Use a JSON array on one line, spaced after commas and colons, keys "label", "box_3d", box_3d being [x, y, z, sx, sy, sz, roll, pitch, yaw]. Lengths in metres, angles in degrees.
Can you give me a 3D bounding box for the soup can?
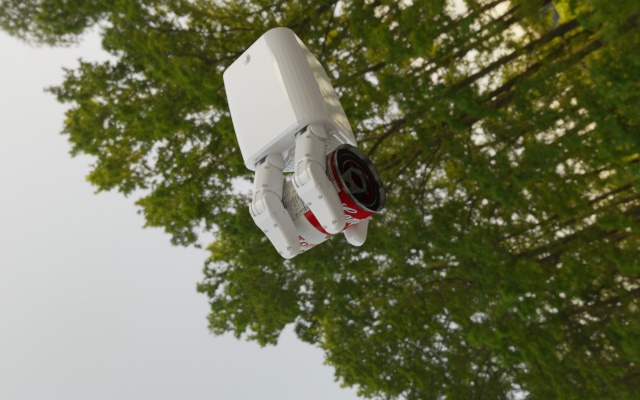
[{"label": "soup can", "box_3d": [0.000, 0.002, 0.445, 0.102, 0.068, 0.068, -31, -18, 32]}]
